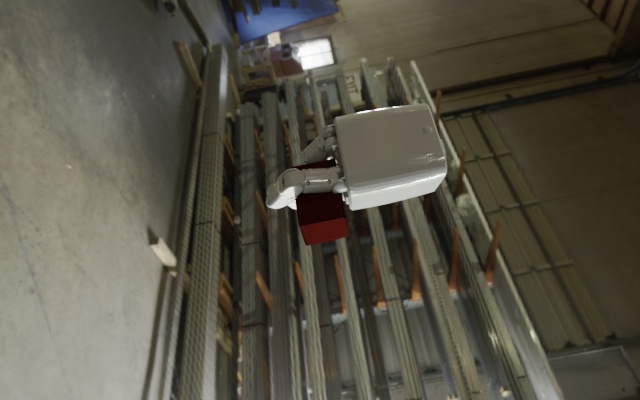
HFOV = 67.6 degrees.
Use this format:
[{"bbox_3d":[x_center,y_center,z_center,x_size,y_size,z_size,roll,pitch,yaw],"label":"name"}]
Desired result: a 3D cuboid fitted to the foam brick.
[{"bbox_3d":[0.000,0.002,0.533,0.051,0.078,0.053,-10,-29,3],"label":"foam brick"}]
